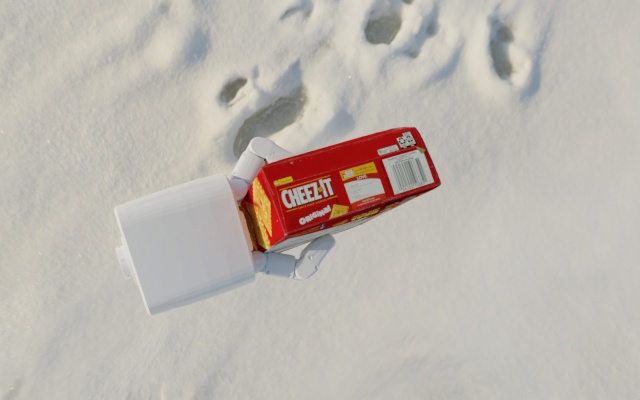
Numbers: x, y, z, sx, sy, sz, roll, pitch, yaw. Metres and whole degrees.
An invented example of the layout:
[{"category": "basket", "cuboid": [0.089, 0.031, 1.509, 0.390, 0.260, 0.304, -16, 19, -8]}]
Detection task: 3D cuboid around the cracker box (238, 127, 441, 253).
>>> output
[{"category": "cracker box", "cuboid": [0.000, 0.002, 0.518, 0.164, 0.072, 0.214, -18, -7, -21]}]
